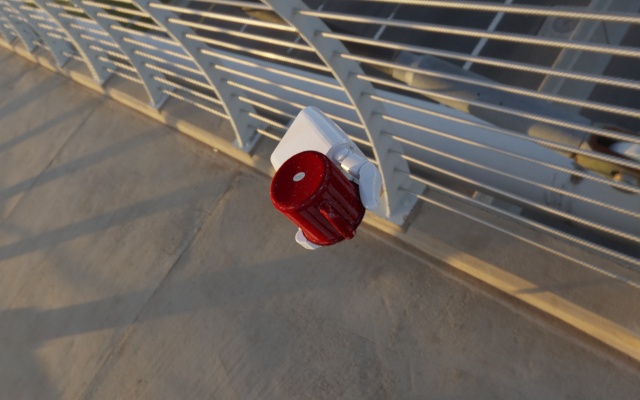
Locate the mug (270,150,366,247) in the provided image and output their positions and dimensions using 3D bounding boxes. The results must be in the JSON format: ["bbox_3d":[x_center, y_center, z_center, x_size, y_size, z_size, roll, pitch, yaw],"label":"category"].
[{"bbox_3d":[0.001,0.003,0.549,0.081,0.093,0.117,44,6,-46],"label":"mug"}]
